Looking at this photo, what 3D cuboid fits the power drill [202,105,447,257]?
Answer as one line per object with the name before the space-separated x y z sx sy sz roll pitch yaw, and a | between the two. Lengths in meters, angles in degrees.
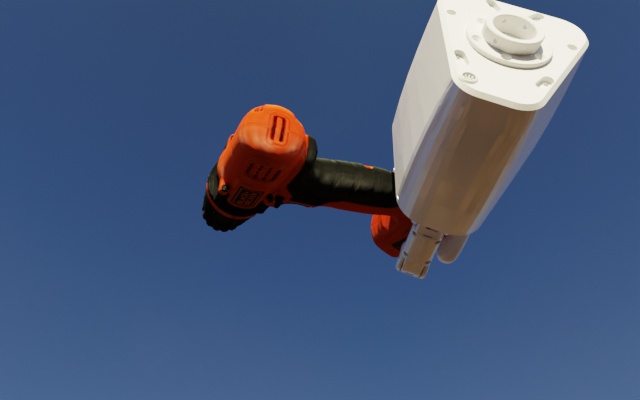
power drill | 0.001 0.001 0.401 0.187 0.057 0.184 12 -22 -19
